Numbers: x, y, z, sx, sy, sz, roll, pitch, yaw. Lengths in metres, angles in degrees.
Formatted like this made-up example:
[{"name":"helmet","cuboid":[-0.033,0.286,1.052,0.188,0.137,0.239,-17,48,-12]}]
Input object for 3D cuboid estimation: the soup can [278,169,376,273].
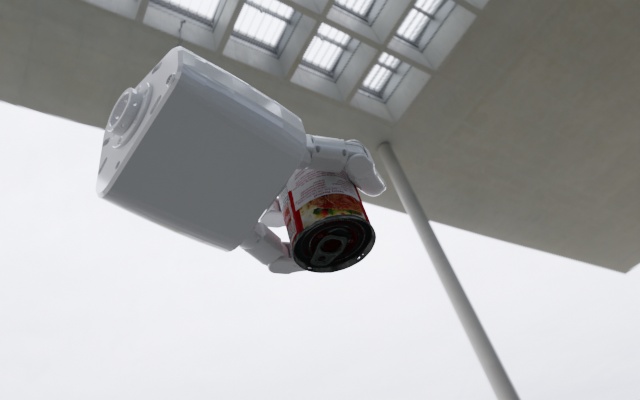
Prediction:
[{"name":"soup can","cuboid":[0.000,0.001,0.409,0.068,0.069,0.102,0,44,-18]}]
